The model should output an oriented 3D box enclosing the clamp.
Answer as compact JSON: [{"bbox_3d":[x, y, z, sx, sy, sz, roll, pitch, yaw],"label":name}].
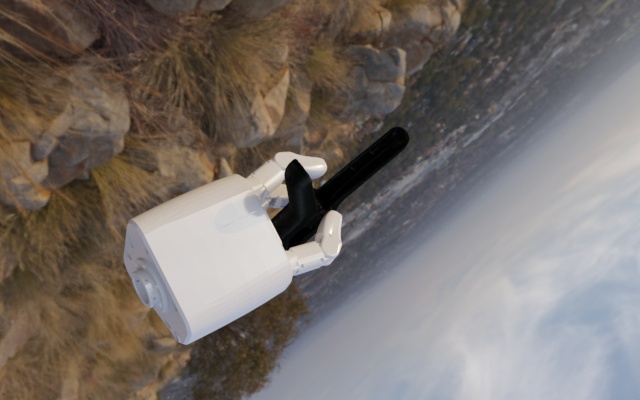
[{"bbox_3d":[0.000,0.003,0.512,0.164,0.036,0.210,-25,-19,-36],"label":"clamp"}]
